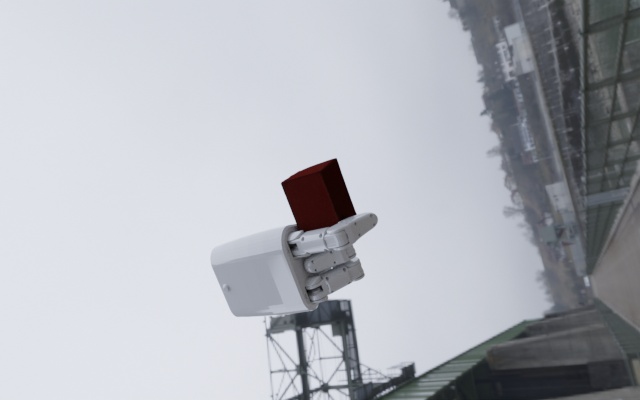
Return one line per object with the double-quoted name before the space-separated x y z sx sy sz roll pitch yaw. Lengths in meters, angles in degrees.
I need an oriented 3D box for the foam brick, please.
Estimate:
"foam brick" 0.000 0.001 0.525 0.051 0.078 0.053 -14 13 27
